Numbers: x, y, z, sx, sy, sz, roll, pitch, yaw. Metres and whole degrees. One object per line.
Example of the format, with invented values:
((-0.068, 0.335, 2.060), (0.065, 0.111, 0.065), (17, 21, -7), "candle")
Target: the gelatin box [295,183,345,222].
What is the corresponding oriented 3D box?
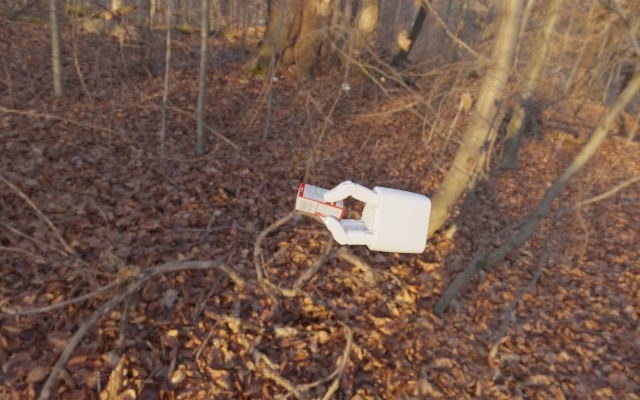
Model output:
((0.000, 0.002, 0.894), (0.089, 0.030, 0.073), (16, 22, -4), "gelatin box")
